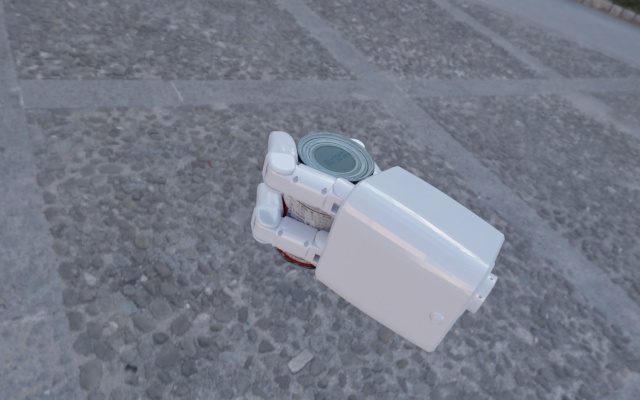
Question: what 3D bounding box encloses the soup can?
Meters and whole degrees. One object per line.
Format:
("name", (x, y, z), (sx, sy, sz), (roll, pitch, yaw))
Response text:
("soup can", (0.000, 0.001, 0.413), (0.068, 0.102, 0.068), (11, 40, -9))
